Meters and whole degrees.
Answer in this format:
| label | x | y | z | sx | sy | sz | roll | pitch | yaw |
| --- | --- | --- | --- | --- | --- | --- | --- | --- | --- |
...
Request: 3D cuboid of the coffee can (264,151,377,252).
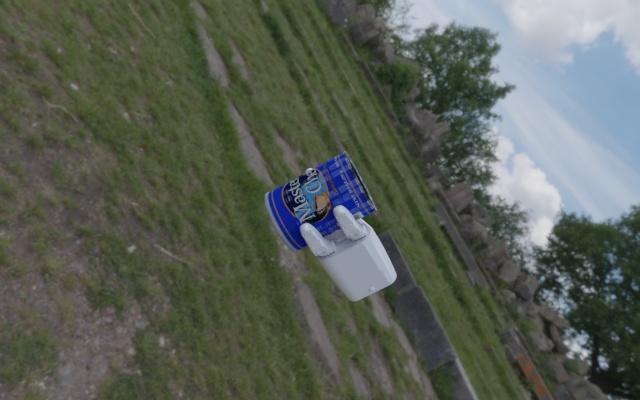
| label | x | y | z | sx | sy | sz | roll | pitch | yaw |
| --- | --- | --- | --- | --- | --- | --- | --- | --- | --- |
| coffee can | 0.000 | 0.002 | 0.730 | 0.140 | 0.103 | 0.103 | -28 | -5 | 9 |
